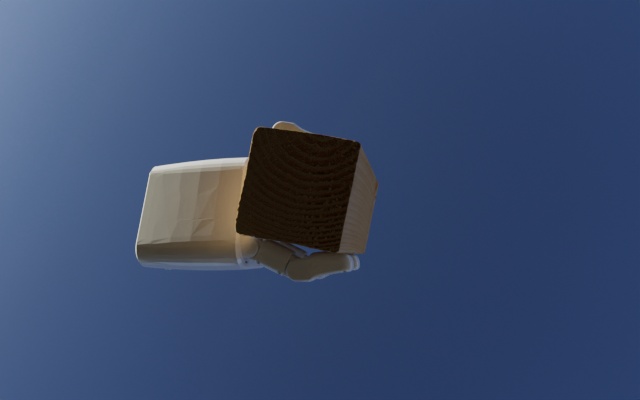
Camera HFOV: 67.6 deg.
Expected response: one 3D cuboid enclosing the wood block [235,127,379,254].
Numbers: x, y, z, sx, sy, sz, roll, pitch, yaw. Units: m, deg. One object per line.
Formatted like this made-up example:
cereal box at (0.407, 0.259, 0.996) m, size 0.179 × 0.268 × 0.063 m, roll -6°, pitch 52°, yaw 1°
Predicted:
wood block at (0.000, 0.001, 0.474) m, size 0.090 × 0.091 × 0.206 m, roll 10°, pitch -4°, yaw 12°
